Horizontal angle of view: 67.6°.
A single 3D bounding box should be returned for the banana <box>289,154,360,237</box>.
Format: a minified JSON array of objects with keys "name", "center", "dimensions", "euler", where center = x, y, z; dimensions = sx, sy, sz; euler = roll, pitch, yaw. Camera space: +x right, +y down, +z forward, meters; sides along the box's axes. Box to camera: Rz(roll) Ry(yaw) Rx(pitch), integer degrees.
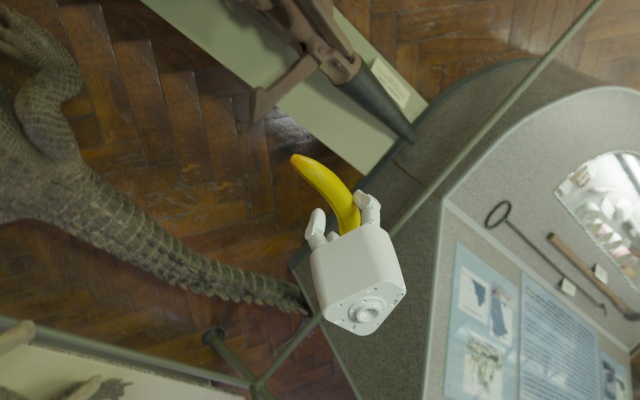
[{"name":"banana","center":[0.019,0.001,0.753],"dimensions":[0.069,0.198,0.037],"euler":[-12,40,19]}]
